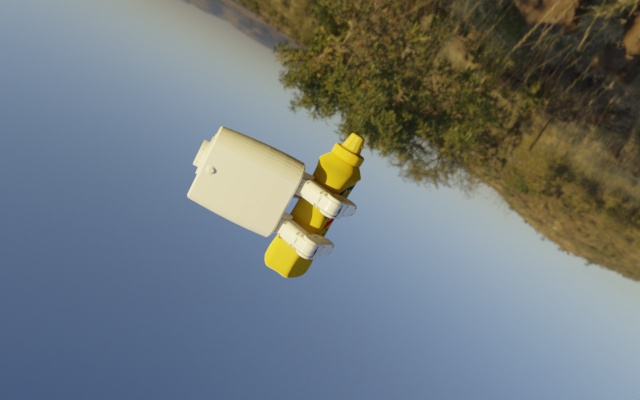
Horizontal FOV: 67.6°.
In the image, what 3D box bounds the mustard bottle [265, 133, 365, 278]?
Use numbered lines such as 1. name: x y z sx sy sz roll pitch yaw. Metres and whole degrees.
1. mustard bottle: 0.000 0.002 0.604 0.058 0.192 0.096 32 13 10
